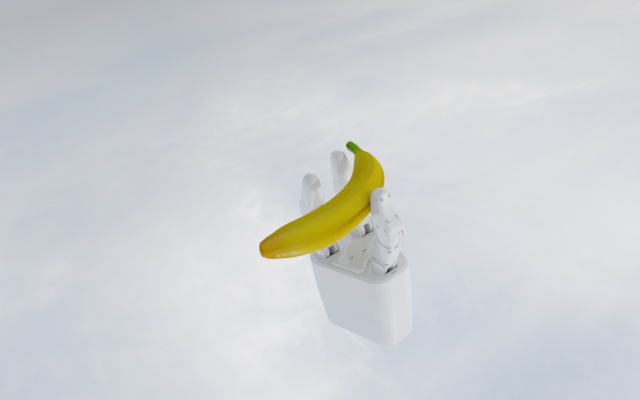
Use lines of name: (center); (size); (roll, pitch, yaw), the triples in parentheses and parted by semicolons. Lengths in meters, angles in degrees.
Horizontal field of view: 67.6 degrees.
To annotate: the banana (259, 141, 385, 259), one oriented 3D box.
banana: (0.018, 0.003, 0.484); (0.069, 0.037, 0.197); (11, 39, 28)
